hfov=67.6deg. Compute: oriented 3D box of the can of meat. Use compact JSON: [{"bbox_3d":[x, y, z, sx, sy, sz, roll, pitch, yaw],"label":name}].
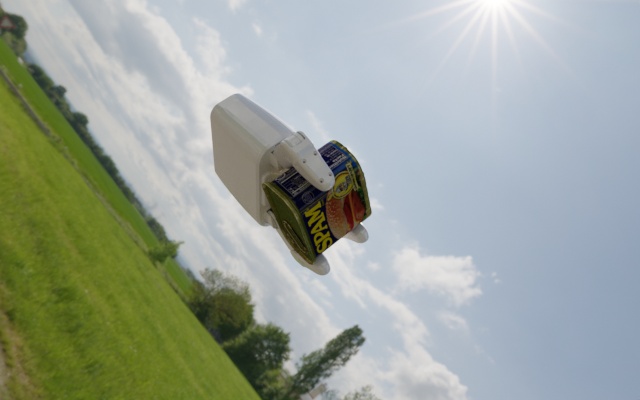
[{"bbox_3d":[0.000,0.001,0.478,0.084,0.102,0.057,-36,51,-17],"label":"can of meat"}]
